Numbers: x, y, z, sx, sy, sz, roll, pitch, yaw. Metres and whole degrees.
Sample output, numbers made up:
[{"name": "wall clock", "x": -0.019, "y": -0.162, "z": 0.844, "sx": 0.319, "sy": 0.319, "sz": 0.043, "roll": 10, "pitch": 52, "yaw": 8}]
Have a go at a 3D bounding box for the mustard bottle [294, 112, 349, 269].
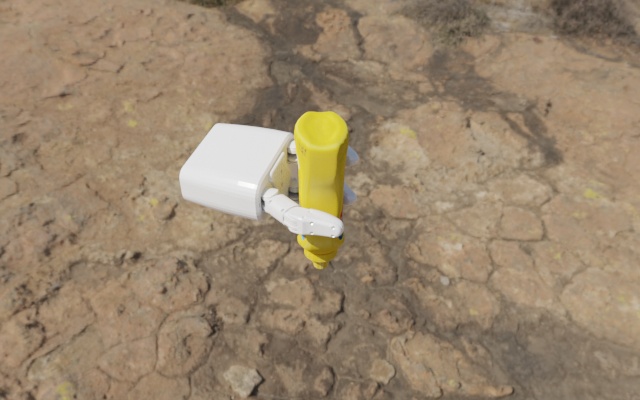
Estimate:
[{"name": "mustard bottle", "x": 0.000, "y": 0.002, "z": 0.553, "sx": 0.058, "sy": 0.192, "sz": 0.096, "roll": -2, "pitch": 33, "yaw": -3}]
